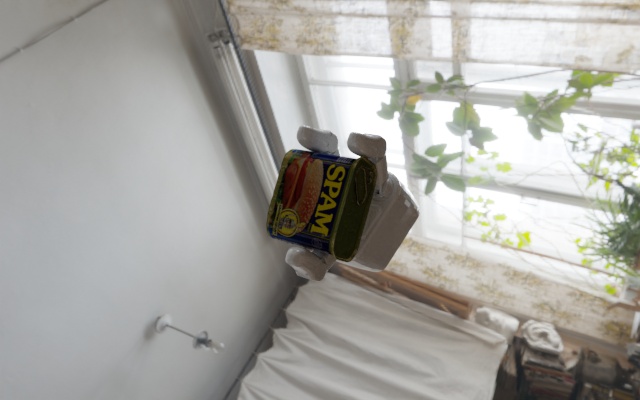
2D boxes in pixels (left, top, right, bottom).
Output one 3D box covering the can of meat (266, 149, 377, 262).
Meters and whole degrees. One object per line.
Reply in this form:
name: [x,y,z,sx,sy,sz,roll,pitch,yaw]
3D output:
can of meat: [0.000,0.002,0.482,0.084,0.102,0.057,13,-7,30]
